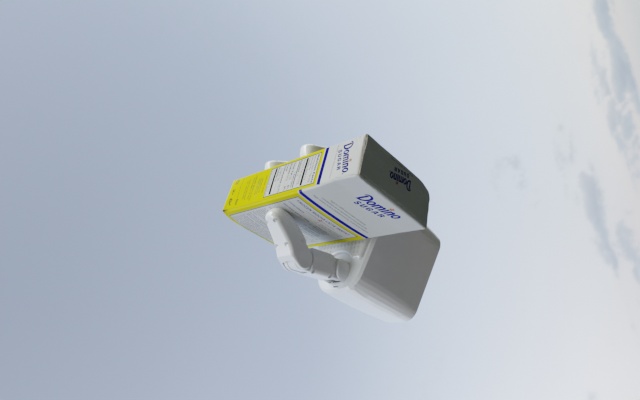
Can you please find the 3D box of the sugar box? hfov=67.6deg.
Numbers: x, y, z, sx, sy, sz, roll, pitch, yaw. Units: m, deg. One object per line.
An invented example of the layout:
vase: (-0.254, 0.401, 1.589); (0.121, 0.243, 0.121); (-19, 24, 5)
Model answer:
sugar box: (0.000, 0.001, 0.435); (0.176, 0.048, 0.093); (-16, -39, 41)
